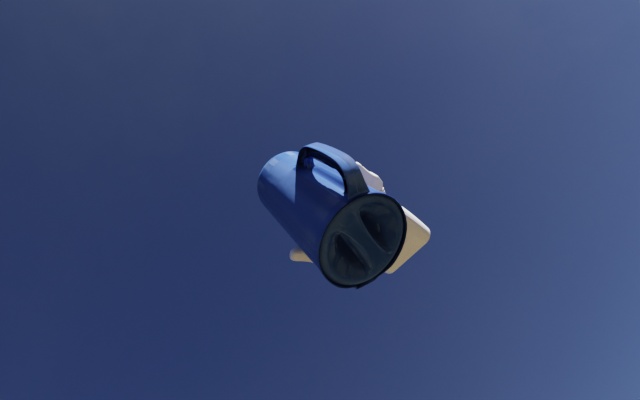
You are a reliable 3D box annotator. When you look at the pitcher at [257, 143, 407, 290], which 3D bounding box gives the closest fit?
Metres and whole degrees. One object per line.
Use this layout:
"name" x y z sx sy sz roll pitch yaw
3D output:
"pitcher" 0.000 0.002 0.684 0.145 0.149 0.242 28 6 -37
